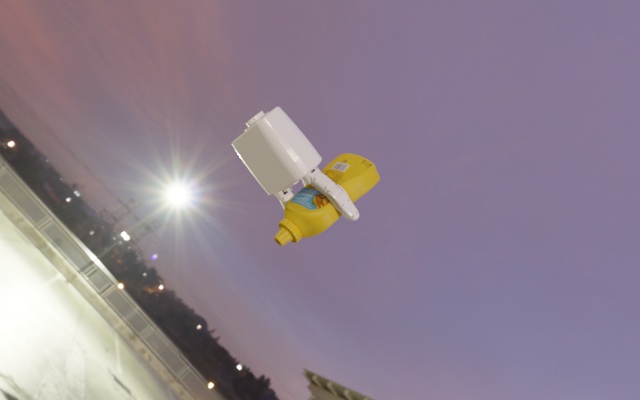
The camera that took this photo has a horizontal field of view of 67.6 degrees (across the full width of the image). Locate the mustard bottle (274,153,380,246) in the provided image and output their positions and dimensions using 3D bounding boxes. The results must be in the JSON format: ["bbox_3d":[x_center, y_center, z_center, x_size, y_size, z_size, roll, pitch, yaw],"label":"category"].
[{"bbox_3d":[0.000,0.003,0.760,0.191,0.058,0.096,-42,36,-22],"label":"mustard bottle"}]
